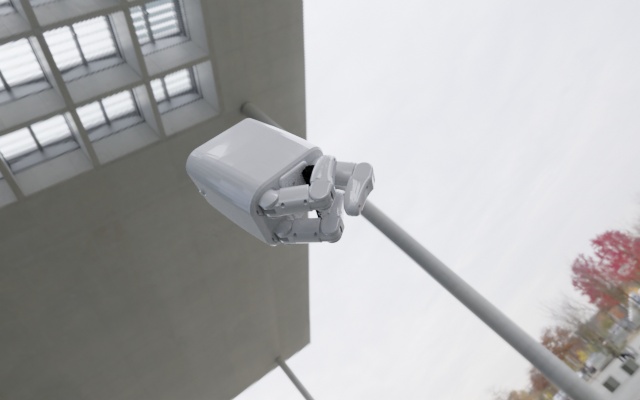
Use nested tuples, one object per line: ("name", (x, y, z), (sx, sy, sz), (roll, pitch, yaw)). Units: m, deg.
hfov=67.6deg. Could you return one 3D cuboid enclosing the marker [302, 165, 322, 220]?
("marker", (0.000, 0.002, 0.530), (0.020, 0.020, 0.121), (0, -34, 13))
